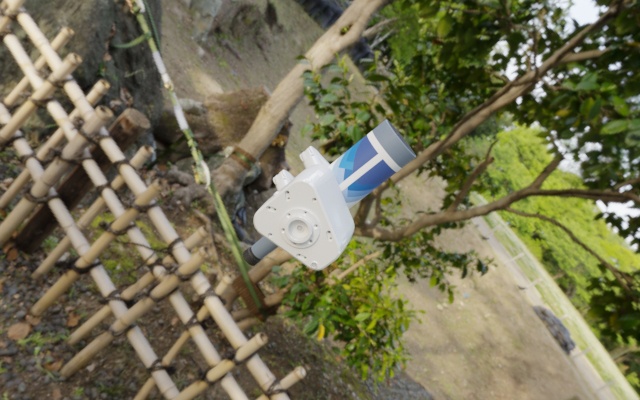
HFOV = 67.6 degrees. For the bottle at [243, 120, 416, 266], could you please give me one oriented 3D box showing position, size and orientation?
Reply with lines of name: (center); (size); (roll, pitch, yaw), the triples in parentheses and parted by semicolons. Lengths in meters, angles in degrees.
bottle: (0.000, 0.002, 0.695); (0.296, 0.069, 0.069); (-38, -13, 16)
